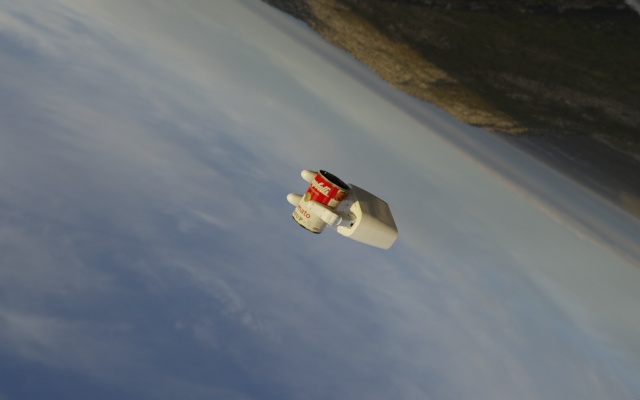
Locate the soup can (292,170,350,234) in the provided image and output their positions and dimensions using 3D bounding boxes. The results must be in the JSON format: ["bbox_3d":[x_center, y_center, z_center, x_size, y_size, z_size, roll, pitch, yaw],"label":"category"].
[{"bbox_3d":[0.000,0.003,0.895,0.068,0.102,0.068,30,16,-9],"label":"soup can"}]
